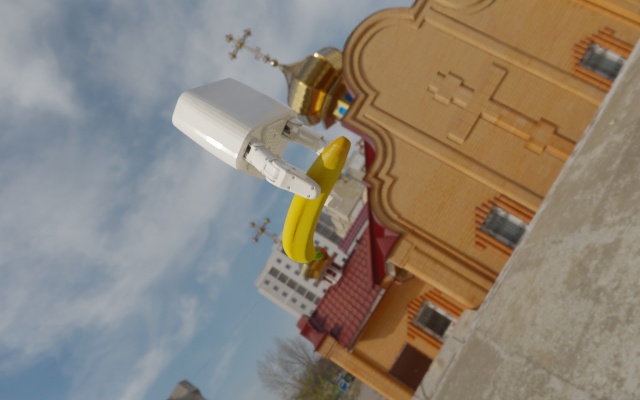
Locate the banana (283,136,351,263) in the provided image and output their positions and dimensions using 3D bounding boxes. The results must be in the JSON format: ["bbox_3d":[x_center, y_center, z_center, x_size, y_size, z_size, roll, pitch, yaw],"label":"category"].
[{"bbox_3d":[-0.011,0.013,0.563,0.037,0.198,0.069,33,45,19],"label":"banana"}]
